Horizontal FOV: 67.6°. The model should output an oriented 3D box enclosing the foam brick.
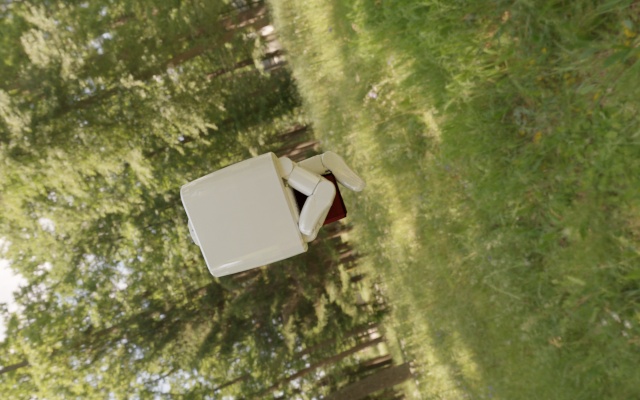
[{"bbox_3d":[0.000,0.002,0.581,0.051,0.053,0.078,-19,-7,1],"label":"foam brick"}]
